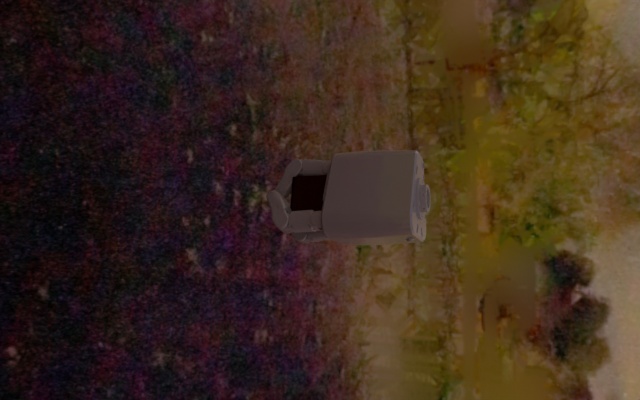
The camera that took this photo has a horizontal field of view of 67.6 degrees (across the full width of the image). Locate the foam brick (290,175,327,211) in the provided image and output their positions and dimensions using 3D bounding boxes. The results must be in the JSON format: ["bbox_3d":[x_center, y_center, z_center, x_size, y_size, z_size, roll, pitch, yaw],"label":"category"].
[{"bbox_3d":[0.000,0.002,0.628,0.051,0.053,0.078,-2,-13,22],"label":"foam brick"}]
